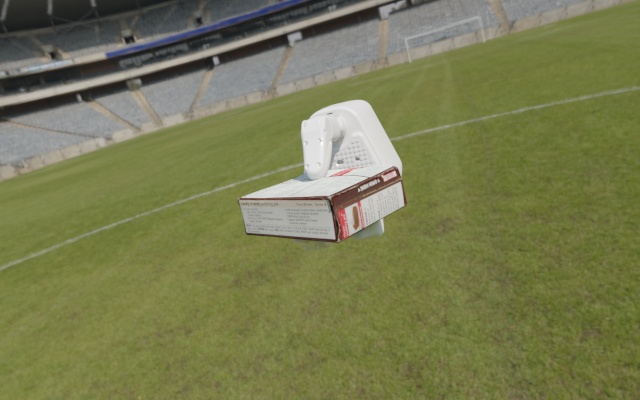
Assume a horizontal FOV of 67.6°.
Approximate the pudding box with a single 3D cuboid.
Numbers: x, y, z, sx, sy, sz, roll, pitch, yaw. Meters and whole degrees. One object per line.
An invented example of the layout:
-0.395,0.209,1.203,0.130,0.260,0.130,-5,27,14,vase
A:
0.000,0.001,0.400,0.113,0.039,0.090,-2,17,45,pudding box
